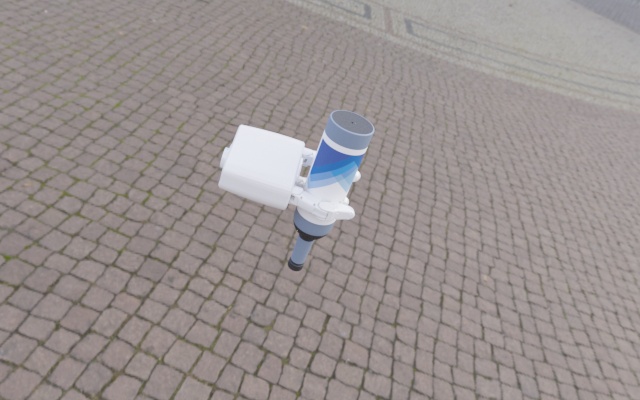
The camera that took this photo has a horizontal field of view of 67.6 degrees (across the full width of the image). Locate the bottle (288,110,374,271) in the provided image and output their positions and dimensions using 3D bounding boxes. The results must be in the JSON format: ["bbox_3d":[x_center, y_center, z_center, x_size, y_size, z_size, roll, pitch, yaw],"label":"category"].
[{"bbox_3d":[0.000,0.002,0.753,0.069,0.296,0.069,14,36,-11],"label":"bottle"}]
